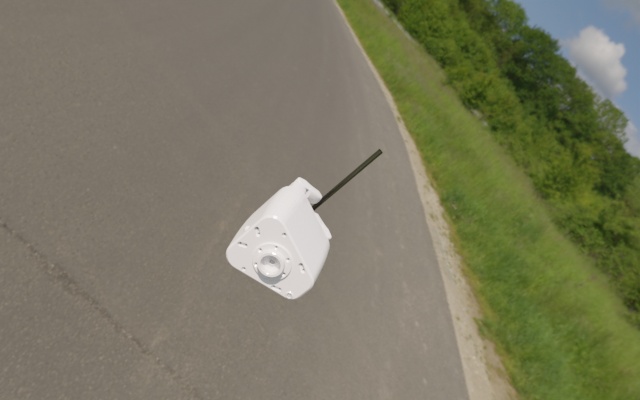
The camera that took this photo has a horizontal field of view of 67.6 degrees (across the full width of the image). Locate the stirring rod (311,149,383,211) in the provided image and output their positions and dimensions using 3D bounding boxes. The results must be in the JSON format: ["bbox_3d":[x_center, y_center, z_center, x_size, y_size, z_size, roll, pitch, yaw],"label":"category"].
[{"bbox_3d":[0.000,0.002,0.723,0.239,0.011,0.011,-40,-16,20],"label":"stirring rod"}]
